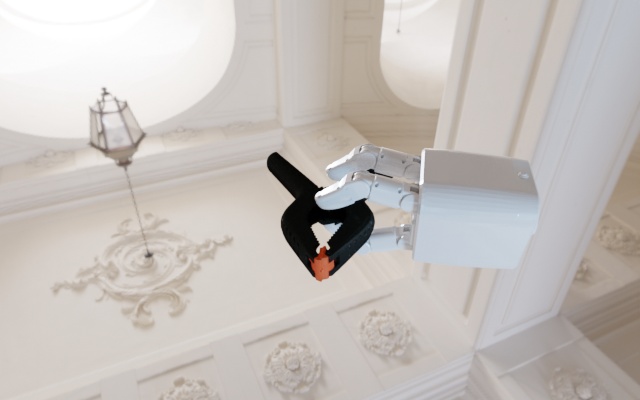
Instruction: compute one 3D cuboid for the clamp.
[{"bbox_3d":[0.000,0.003,0.512,0.164,0.036,0.209,4,36,12],"label":"clamp"}]
